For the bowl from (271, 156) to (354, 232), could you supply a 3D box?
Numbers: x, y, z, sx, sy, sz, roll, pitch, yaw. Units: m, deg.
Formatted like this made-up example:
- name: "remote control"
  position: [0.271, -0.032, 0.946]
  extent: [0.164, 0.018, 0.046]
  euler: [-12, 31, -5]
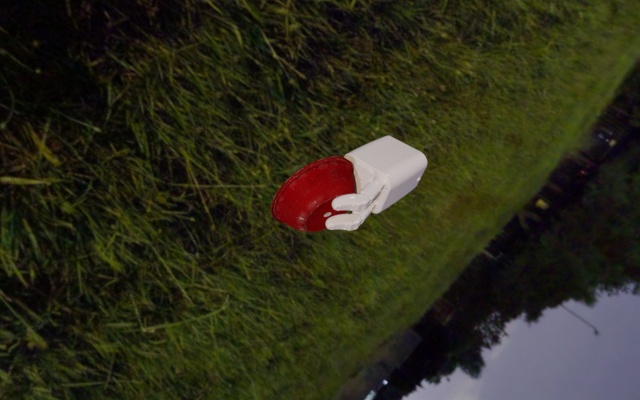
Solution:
- name: "bowl"
  position: [-0.001, 0.004, 0.800]
  extent: [0.162, 0.055, 0.162]
  euler: [-26, -29, -16]
